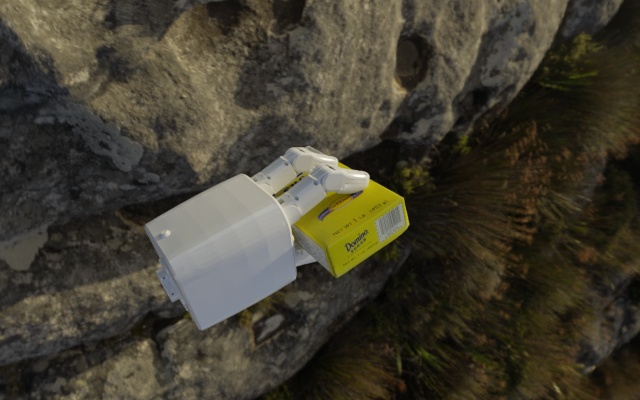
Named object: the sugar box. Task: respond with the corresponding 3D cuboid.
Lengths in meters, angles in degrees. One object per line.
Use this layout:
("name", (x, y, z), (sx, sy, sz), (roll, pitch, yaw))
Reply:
("sugar box", (0.000, 0.001, 0.504), (0.093, 0.048, 0.176), (-31, 38, -20))
